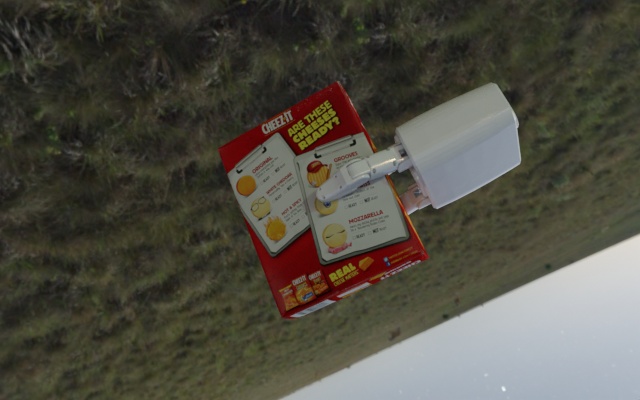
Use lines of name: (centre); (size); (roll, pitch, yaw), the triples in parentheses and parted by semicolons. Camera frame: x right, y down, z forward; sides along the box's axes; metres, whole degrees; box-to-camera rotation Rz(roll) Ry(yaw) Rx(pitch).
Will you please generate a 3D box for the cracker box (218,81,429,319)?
cracker box: (0.000, 0.002, 0.538); (0.164, 0.213, 0.072); (-27, -18, 10)
